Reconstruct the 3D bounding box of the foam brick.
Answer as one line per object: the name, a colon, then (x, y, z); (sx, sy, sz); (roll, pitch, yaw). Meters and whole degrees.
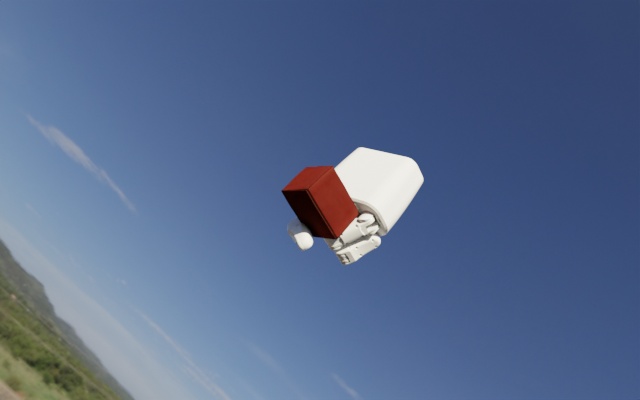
foam brick: (0.000, 0.002, 0.590); (0.053, 0.078, 0.051); (2, 41, 49)
